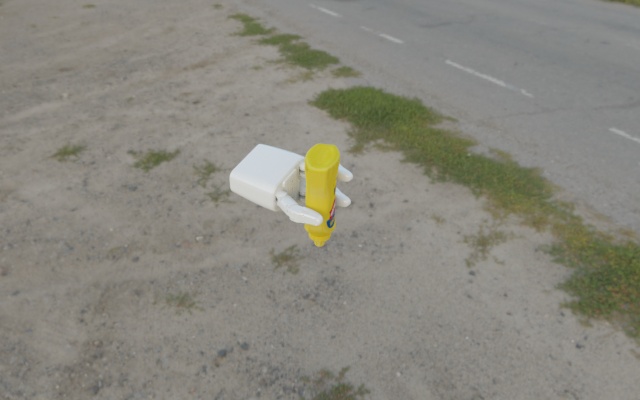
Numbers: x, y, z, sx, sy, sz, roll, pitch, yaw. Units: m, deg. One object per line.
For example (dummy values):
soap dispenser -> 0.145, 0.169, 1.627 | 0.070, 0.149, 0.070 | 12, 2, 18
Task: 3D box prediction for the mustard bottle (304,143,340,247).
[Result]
mustard bottle -> 0.000, 0.003, 0.850 | 0.058, 0.192, 0.096 | 6, 34, 6
